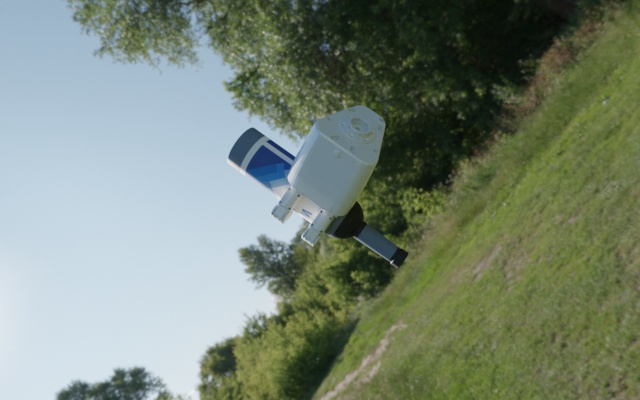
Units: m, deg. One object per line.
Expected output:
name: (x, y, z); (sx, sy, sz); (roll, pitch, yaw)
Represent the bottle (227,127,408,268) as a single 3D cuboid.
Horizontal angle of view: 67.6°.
bottle: (0.000, 0.002, 0.704); (0.295, 0.069, 0.069); (35, 4, 5)
